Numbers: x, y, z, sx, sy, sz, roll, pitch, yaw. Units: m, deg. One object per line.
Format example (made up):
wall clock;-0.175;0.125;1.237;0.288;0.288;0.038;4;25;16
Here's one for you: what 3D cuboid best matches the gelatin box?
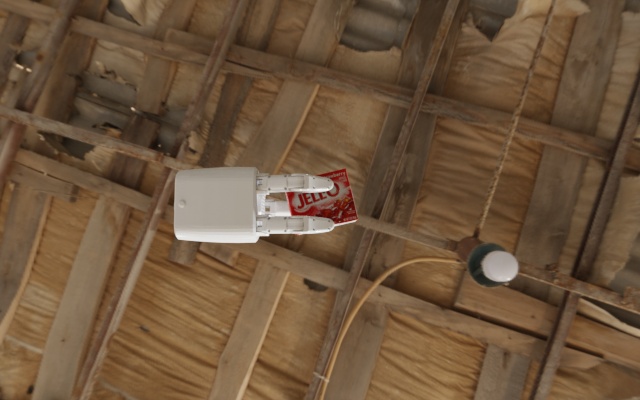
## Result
gelatin box;0.000;0.002;0.657;0.089;0.073;0.030;-13;-5;-5
